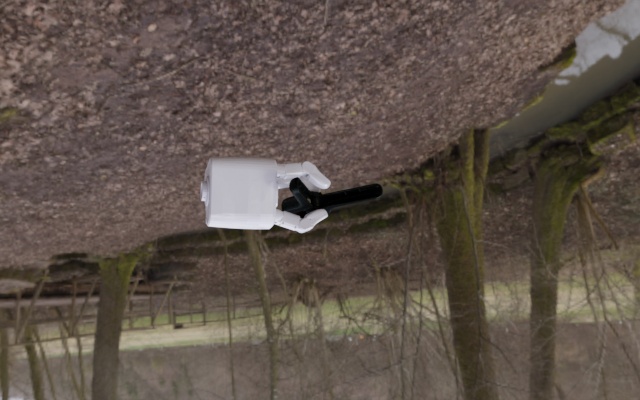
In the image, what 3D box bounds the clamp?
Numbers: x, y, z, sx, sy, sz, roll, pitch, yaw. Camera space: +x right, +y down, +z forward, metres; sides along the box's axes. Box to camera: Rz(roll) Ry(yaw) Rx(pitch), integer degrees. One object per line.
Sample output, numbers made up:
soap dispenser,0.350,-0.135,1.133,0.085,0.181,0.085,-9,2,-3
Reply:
clamp,0.000,0.004,0.839,0.164,0.036,0.210,2,-16,-19
